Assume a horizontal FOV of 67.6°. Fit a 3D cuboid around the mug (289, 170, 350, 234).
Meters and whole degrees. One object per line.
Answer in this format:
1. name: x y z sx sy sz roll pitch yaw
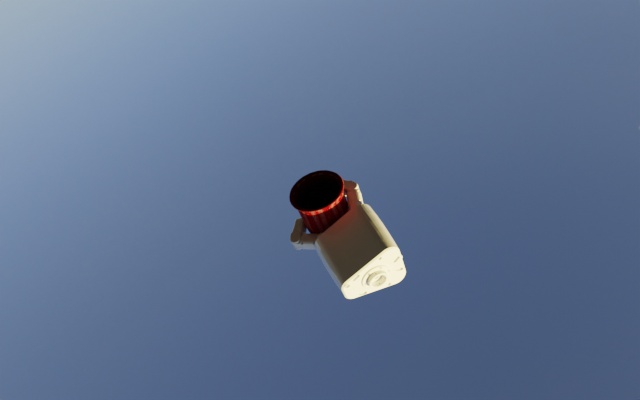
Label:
1. mug: 0.000 0.002 0.814 0.093 0.082 0.117 -27 44 -4
